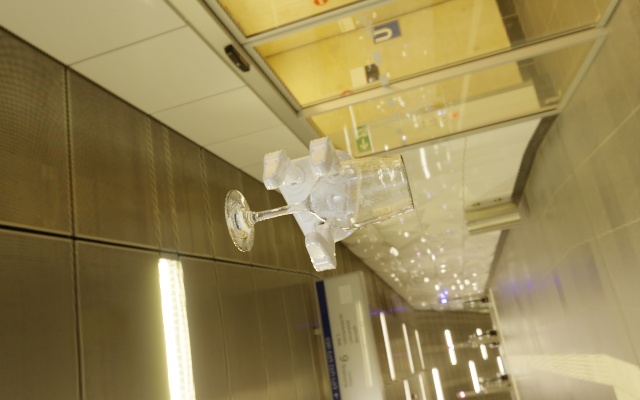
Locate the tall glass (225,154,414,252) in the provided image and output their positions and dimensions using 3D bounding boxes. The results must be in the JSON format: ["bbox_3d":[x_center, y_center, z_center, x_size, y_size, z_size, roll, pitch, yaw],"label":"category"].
[{"bbox_3d":[-0.001,0.002,0.538,0.201,0.079,0.079,-13,-3,13],"label":"tall glass"}]
